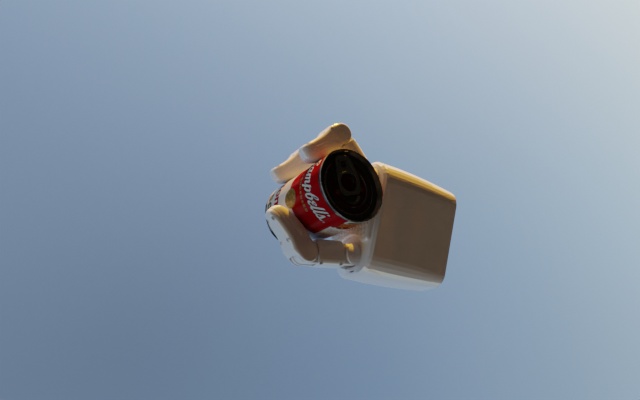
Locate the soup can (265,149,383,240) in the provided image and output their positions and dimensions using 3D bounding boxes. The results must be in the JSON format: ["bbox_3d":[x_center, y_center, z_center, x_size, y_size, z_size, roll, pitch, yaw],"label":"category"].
[{"bbox_3d":[-0.001,0.002,0.451,0.068,0.068,0.102,0,-18,-36],"label":"soup can"}]
